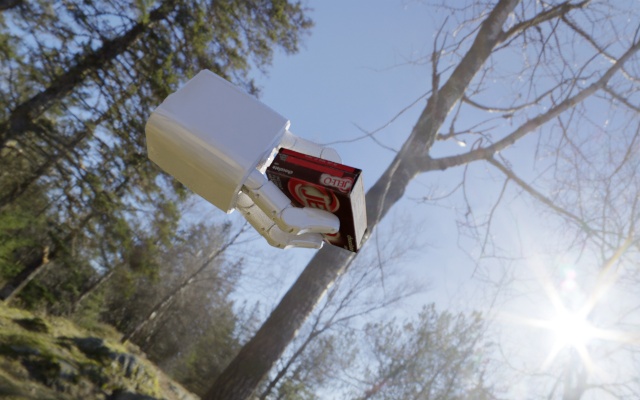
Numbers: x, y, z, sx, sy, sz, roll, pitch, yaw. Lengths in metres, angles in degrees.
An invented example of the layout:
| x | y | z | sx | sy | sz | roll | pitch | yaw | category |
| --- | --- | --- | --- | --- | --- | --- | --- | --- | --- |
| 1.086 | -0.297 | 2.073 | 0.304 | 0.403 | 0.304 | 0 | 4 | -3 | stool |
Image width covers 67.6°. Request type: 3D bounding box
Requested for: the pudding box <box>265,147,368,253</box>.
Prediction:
| x | y | z | sx | sy | sz | roll | pitch | yaw | category |
| --- | --- | --- | --- | --- | --- | --- | --- | --- | --- |
| 0.000 | 0.001 | 0.495 | 0.090 | 0.039 | 0.114 | 18 | -28 | 21 | pudding box |
